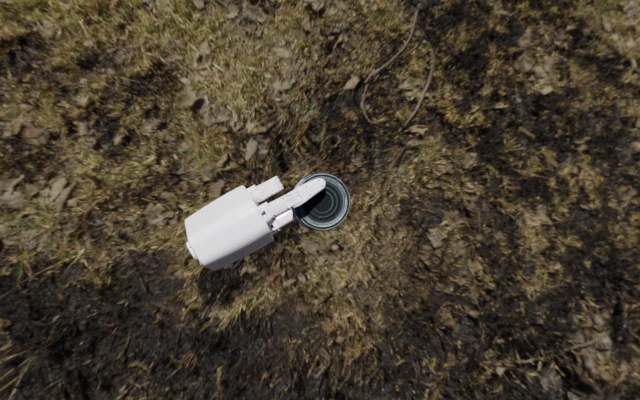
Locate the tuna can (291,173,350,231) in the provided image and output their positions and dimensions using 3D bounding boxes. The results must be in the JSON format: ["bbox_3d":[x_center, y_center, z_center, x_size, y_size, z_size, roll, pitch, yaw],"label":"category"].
[{"bbox_3d":[0.000,0.002,0.707,0.086,0.086,0.034,0,-1,-12],"label":"tuna can"}]
